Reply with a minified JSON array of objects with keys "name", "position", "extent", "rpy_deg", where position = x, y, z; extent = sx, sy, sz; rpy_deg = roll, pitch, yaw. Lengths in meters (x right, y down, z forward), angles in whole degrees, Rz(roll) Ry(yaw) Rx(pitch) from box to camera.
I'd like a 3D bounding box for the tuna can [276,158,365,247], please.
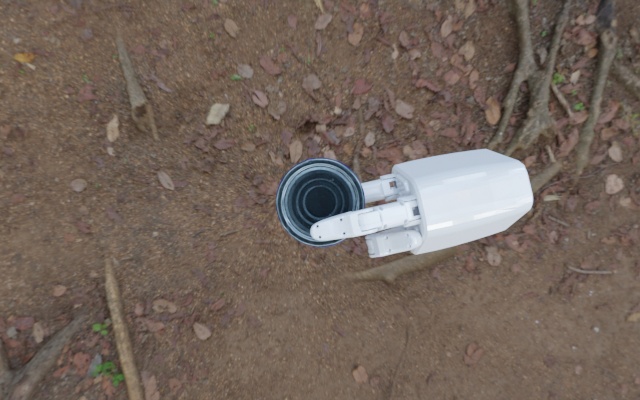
[{"name":"tuna can","position":[0.000,0.002,0.461],"extent":[0.086,0.086,0.034],"rpy_deg":[0,2,1]}]
